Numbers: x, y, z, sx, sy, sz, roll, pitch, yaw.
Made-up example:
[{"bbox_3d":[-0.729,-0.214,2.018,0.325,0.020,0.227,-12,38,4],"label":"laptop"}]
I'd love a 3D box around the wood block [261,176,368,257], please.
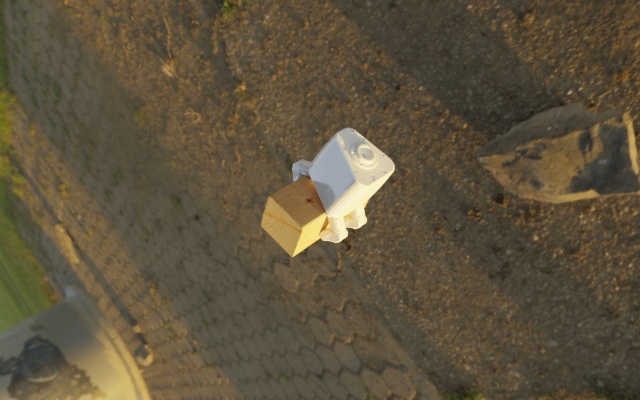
[{"bbox_3d":[0.000,0.003,0.895,0.206,0.090,0.090,-31,-24,-37],"label":"wood block"}]
